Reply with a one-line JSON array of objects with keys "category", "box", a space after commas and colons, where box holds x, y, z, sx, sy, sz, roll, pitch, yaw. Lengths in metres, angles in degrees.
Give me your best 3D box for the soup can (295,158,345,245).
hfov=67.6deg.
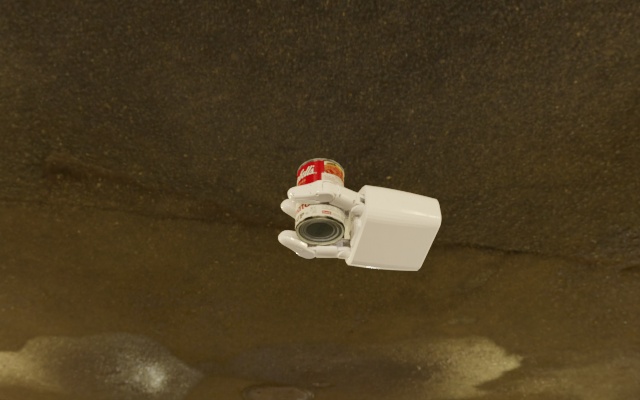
[{"category": "soup can", "box": [0.000, 0.002, 0.657, 0.068, 0.102, 0.069, 0, -38, 0]}]
